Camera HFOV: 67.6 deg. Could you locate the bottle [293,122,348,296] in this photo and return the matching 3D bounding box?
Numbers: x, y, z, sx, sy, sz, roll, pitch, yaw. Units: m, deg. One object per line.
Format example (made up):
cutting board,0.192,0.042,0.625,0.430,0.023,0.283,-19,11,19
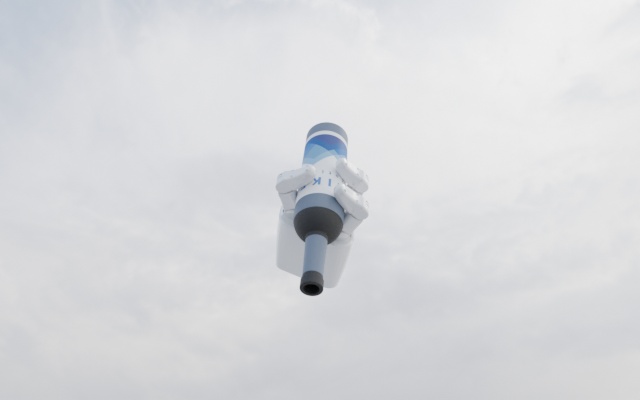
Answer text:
bottle,0.000,0.002,0.650,0.069,0.069,0.295,0,42,6
